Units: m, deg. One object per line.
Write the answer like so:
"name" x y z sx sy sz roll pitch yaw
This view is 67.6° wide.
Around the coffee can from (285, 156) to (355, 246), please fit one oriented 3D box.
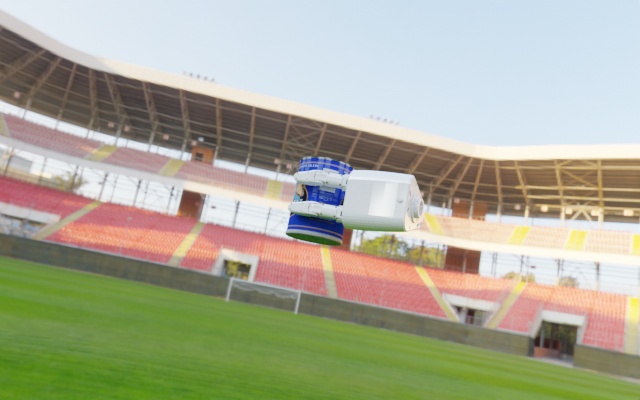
"coffee can" 0.000 0.003 0.865 0.103 0.140 0.103 10 -12 2
